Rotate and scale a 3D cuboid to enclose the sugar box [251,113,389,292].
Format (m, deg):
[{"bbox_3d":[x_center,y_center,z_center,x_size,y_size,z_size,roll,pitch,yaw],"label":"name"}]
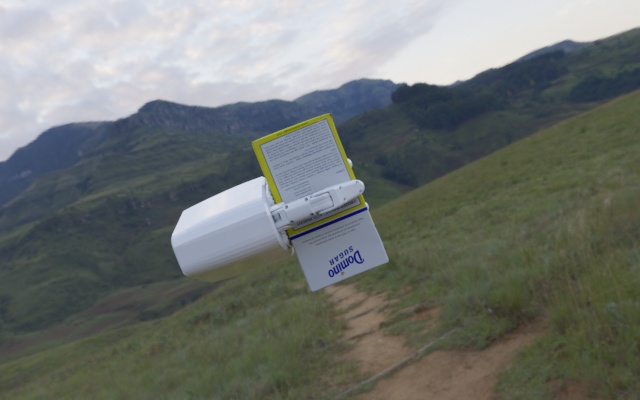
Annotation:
[{"bbox_3d":[0.000,0.002,0.531,0.093,0.176,0.048,-21,3,1],"label":"sugar box"}]
